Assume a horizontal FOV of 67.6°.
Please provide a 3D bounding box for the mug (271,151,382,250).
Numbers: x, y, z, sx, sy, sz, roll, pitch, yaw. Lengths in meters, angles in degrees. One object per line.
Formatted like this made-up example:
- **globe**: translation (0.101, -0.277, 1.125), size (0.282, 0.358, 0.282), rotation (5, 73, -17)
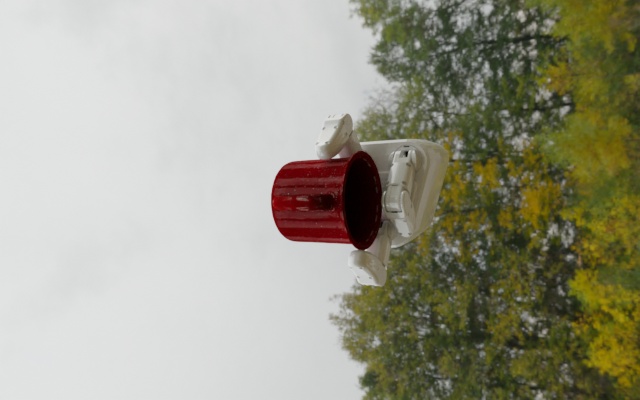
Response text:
- **mug**: translation (-0.001, 0.002, 0.453), size (0.081, 0.093, 0.117), rotation (-1, 4, 29)
